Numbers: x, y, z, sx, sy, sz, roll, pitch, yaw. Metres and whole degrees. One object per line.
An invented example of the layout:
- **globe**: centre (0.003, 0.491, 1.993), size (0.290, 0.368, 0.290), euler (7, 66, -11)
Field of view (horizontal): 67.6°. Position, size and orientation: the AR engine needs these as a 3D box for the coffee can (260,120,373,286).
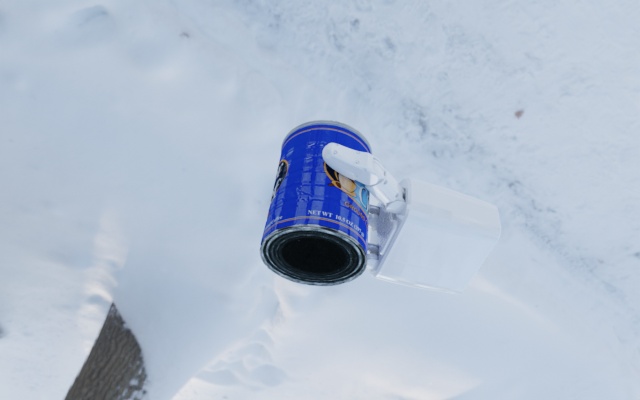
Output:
- **coffee can**: centre (0.000, 0.001, 0.492), size (0.103, 0.140, 0.103), euler (4, -39, 4)
